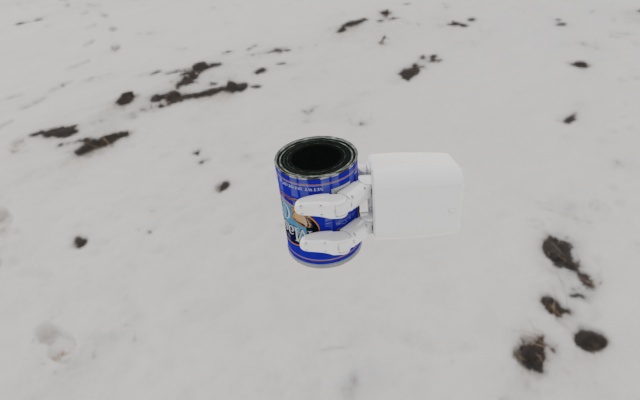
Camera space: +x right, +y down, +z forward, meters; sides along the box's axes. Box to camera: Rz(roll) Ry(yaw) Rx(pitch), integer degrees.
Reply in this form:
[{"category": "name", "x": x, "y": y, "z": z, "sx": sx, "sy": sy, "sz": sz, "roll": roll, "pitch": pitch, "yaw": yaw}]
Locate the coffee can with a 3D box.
[{"category": "coffee can", "x": 0.000, "y": 0.002, "z": 0.618, "sx": 0.103, "sy": 0.140, "sz": 0.102, "roll": -4, "pitch": 35, "yaw": 3}]
